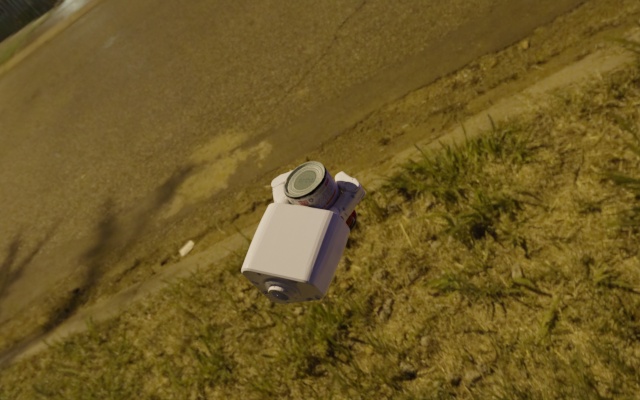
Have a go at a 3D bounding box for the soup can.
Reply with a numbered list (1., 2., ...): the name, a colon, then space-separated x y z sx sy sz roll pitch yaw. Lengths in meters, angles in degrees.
1. soup can: 0.000 0.002 0.679 0.068 0.068 0.102 0 -39 36
